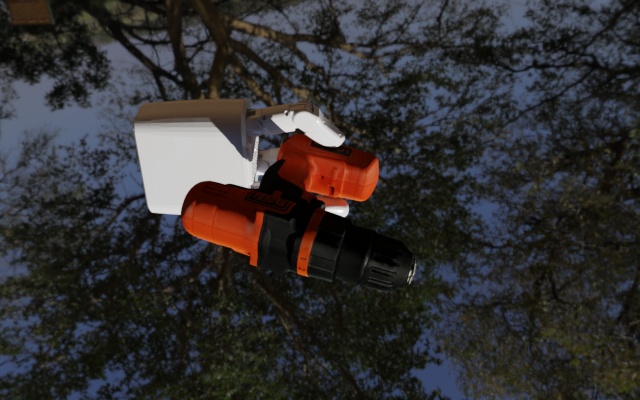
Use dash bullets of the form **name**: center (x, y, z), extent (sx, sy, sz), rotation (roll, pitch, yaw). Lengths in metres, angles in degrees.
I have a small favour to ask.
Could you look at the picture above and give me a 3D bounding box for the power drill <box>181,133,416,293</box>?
- **power drill**: center (0.000, 0.001, 0.423), extent (0.184, 0.057, 0.187), rotation (18, 25, 9)
